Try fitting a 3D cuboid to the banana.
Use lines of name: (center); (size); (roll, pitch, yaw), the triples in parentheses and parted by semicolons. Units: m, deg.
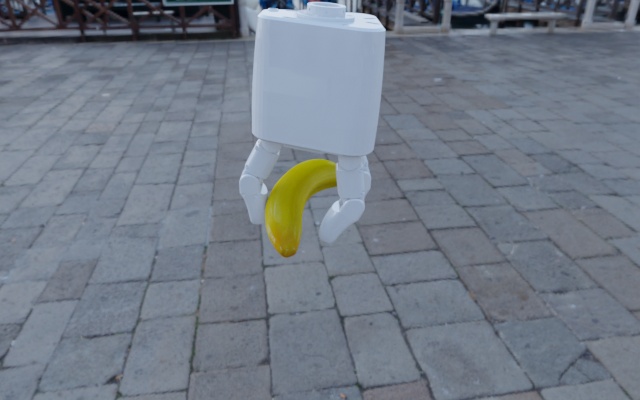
banana: (-0.015, -0.006, 0.500); (0.069, 0.037, 0.197); (20, 30, 17)
